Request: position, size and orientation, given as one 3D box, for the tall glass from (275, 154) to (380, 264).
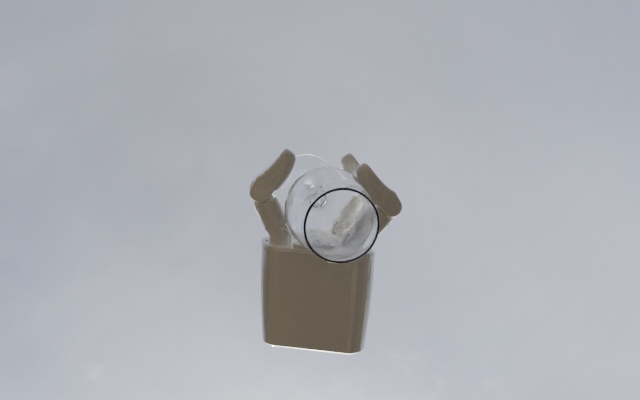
[{"bbox_3d":[0.000,0.001,0.470,0.079,0.079,0.201,0,11,-10],"label":"tall glass"}]
